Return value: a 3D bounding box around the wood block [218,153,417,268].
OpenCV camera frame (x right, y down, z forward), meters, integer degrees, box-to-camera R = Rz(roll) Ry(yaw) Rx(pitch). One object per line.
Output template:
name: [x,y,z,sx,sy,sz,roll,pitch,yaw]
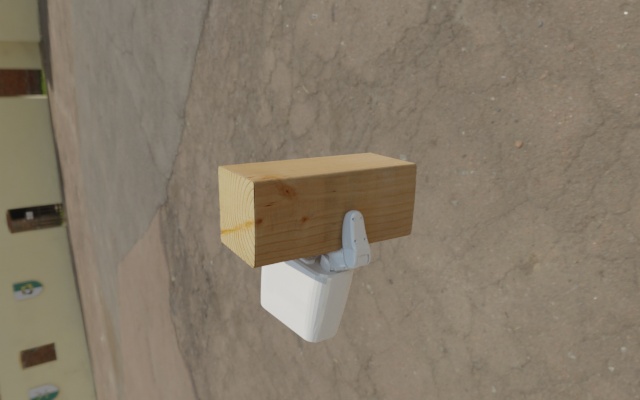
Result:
wood block: [0.000,0.002,0.541,0.206,0.090,0.091,-9,19,-32]
